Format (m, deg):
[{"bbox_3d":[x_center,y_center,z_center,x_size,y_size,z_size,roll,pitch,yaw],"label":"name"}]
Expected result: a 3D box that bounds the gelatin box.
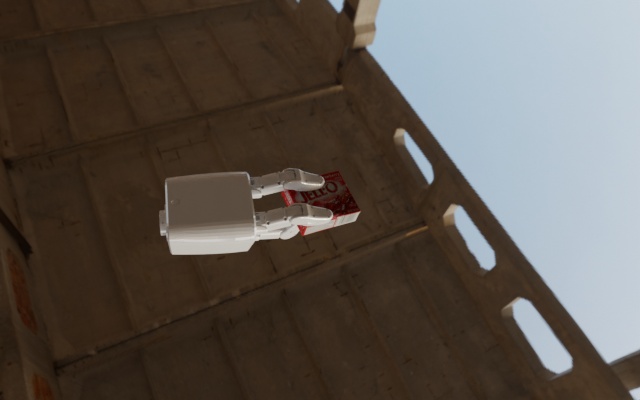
[{"bbox_3d":[0.000,0.002,0.663,0.089,0.073,0.030,-14,-29,-25],"label":"gelatin box"}]
